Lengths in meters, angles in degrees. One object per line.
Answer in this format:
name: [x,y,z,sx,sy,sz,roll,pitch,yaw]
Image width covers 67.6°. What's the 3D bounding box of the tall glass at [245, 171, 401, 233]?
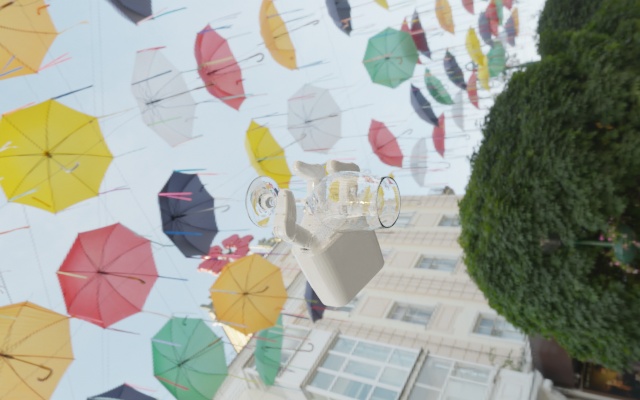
tall glass: [-0.001,0.002,0.618,0.201,0.079,0.079,0,0,36]
